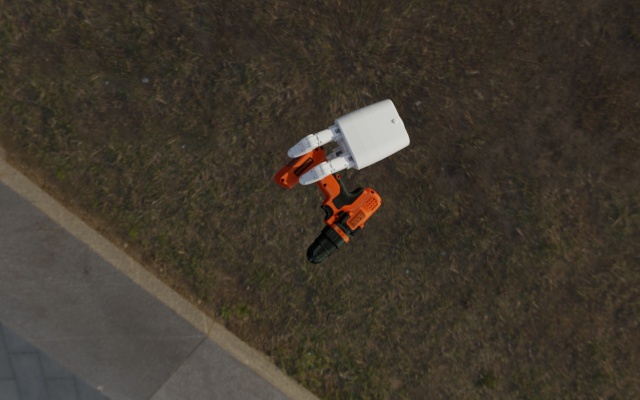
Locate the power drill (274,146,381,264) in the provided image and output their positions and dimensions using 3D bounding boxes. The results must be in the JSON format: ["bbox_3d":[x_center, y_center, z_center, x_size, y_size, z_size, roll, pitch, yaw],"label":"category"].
[{"bbox_3d":[0.000,0.002,0.898,0.184,0.188,0.057,-45,19,-10],"label":"power drill"}]
